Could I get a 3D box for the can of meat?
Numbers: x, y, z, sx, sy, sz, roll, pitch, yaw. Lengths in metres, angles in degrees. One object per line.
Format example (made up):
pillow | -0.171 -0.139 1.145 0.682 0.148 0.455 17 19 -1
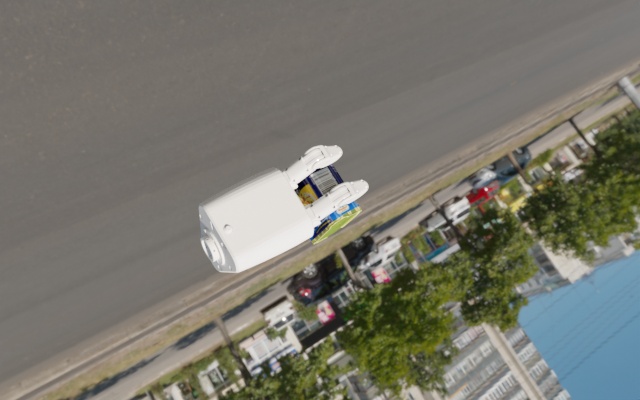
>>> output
can of meat | 0.000 0.002 0.640 0.057 0.084 0.102 -27 -11 -29
